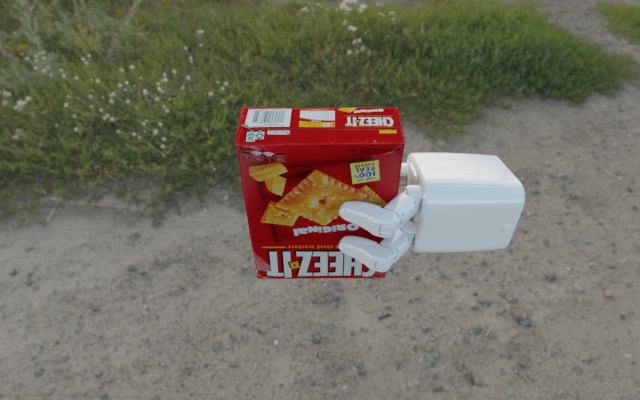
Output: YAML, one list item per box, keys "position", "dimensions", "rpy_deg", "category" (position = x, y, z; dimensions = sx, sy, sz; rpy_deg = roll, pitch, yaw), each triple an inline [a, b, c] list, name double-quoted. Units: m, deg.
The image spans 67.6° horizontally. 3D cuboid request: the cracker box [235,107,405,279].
- position: [0.000, 0.002, 0.539]
  dimensions: [0.164, 0.214, 0.072]
  rpy_deg: [0, 43, 1]
  category: "cracker box"
